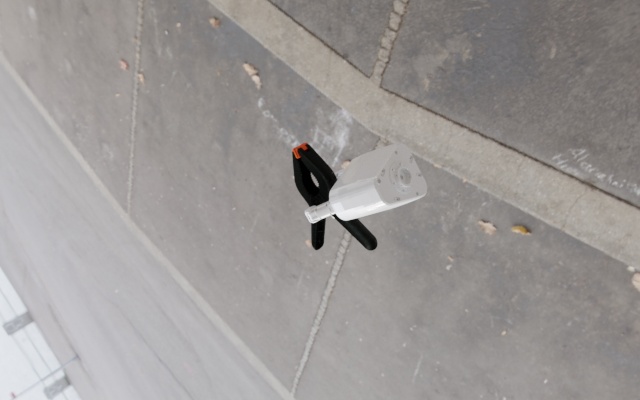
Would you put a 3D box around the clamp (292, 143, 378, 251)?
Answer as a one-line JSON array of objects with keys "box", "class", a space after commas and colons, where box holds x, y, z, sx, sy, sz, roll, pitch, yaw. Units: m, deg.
[{"box": [-0.001, 0.003, 0.839, 0.036, 0.210, 0.164, -33, 9, -36], "class": "clamp"}]
